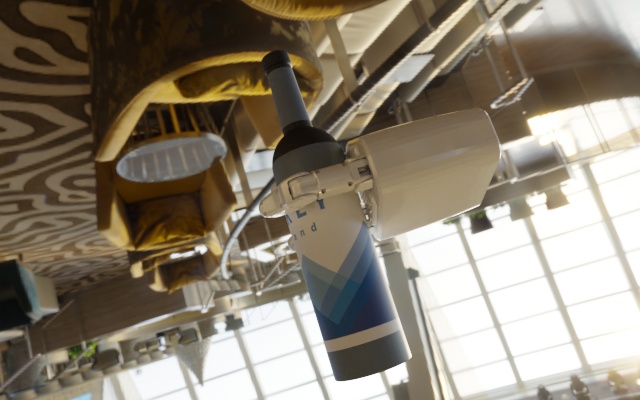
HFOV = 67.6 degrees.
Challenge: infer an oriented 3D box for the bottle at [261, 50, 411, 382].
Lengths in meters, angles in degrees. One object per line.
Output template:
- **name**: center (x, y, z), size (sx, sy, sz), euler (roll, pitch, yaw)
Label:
- **bottle**: center (0.000, 0.002, 0.424), size (0.069, 0.295, 0.069), euler (-17, -12, -4)
